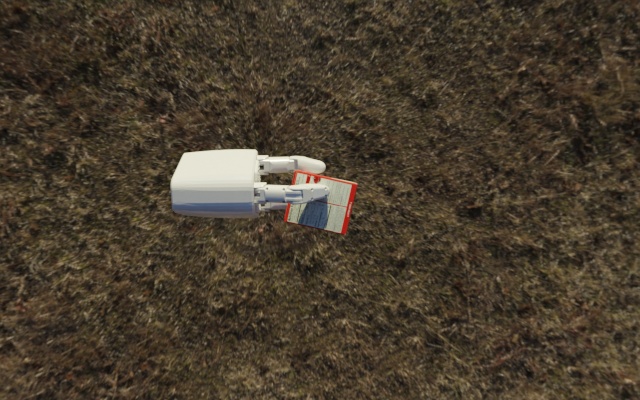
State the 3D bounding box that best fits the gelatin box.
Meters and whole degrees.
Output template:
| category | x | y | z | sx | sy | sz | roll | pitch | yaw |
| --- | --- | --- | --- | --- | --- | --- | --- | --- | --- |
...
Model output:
| category | x | y | z | sx | sy | sz | roll | pitch | yaw |
| --- | --- | --- | --- | --- | --- | --- | --- | --- | --- |
| gelatin box | 0.000 | 0.002 | 0.661 | 0.089 | 0.073 | 0.030 | 12 | 4 | -2 |
